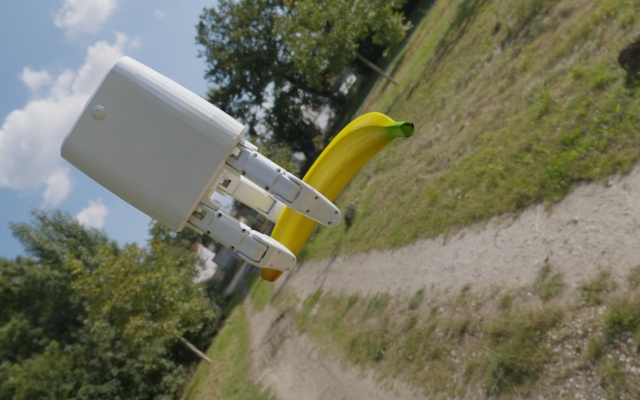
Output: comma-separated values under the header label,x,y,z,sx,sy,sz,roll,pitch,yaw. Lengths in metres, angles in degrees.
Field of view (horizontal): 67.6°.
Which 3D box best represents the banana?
label,x,y,z,sx,sy,sz,roll,pitch,yaw
banana,0.003,-0.010,0.425,0.037,0.198,0.069,33,26,-14
